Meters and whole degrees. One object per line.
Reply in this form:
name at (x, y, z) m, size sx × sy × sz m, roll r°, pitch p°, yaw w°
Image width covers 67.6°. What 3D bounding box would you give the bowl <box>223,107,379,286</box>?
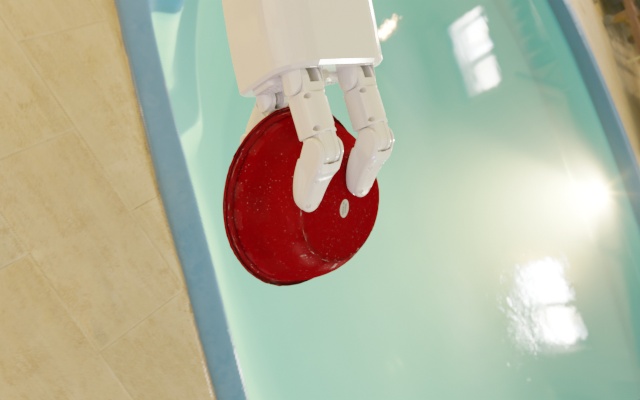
bowl at (0.001, 0.003, 0.406) m, size 0.162 × 0.162 × 0.055 m, roll 0°, pitch 9°, yaw -44°
